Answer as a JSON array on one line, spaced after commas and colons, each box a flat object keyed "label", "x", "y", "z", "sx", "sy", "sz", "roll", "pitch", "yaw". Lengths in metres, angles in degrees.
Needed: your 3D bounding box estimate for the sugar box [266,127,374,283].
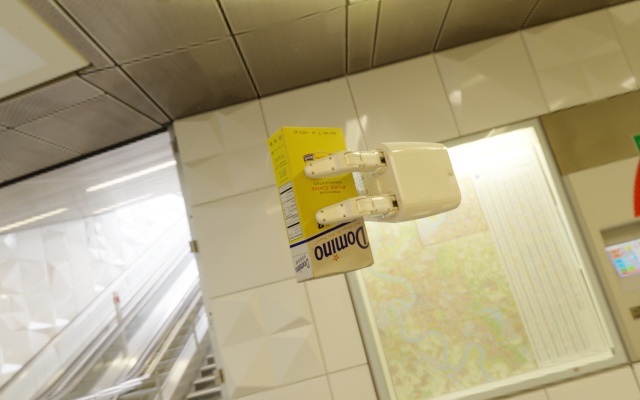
[{"label": "sugar box", "x": 0.000, "y": 0.002, "z": 0.567, "sx": 0.093, "sy": 0.176, "sz": 0.048, "roll": -6, "pitch": -14, "yaw": -36}]
